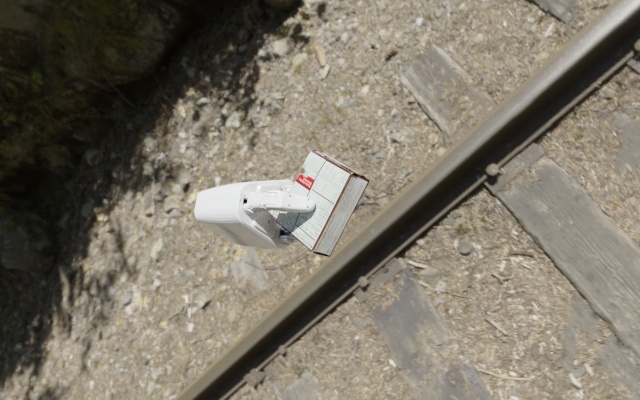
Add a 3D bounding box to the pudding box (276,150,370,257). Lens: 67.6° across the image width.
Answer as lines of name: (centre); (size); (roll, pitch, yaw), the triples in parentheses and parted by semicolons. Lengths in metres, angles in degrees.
pudding box: (0.000, 0.002, 0.612); (0.039, 0.113, 0.090); (17, 13, -44)
